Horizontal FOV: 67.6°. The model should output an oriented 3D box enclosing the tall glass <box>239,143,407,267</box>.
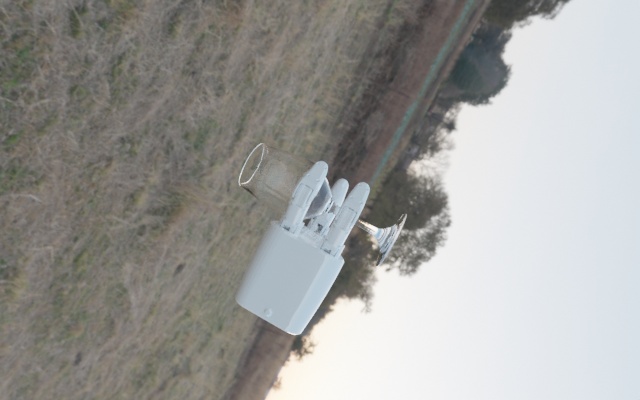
[{"bbox_3d":[0.001,0.002,0.594,0.201,0.079,0.079,29,2,4],"label":"tall glass"}]
